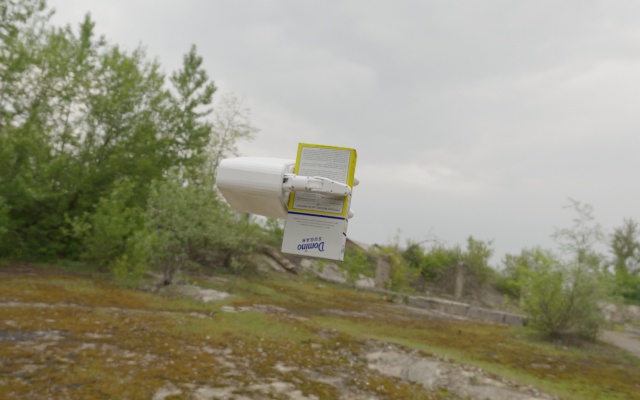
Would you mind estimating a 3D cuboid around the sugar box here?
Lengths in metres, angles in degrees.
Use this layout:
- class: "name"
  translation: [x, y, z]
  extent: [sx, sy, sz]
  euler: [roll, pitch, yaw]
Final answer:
- class: "sugar box"
  translation: [0.000, 0.002, 0.743]
  extent: [0.093, 0.176, 0.048]
  euler: [7, -7, 13]
